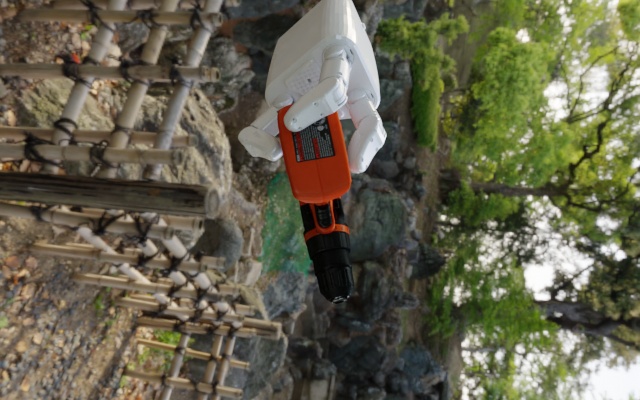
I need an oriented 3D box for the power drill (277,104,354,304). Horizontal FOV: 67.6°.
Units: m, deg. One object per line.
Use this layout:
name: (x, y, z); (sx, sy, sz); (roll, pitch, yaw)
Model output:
power drill: (0.000, 0.001, 0.497); (0.057, 0.184, 0.188); (-12, -24, -3)
